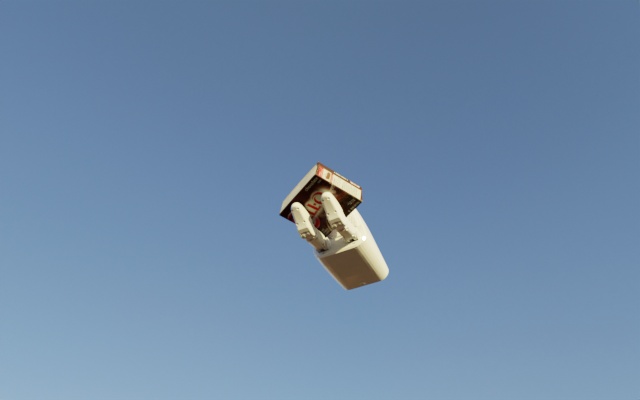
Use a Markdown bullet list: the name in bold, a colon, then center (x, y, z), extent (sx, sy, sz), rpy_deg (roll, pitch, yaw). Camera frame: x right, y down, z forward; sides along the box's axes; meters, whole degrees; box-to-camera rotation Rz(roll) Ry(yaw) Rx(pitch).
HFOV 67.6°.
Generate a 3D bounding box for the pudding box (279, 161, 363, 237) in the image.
- **pudding box**: center (0.000, 0.002, 0.770), extent (0.090, 0.039, 0.113), rpy_deg (29, -53, -18)
